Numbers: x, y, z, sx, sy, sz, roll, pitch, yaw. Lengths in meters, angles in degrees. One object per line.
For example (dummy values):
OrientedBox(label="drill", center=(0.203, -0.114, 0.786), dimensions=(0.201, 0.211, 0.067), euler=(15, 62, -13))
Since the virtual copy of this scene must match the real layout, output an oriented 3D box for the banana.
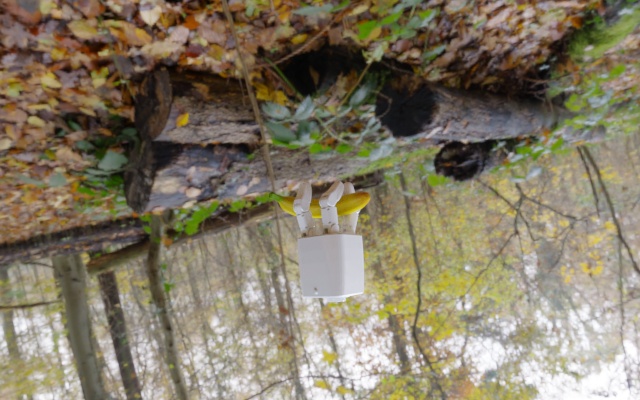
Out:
OrientedBox(label="banana", center=(0.004, 0.009, 0.881), dimensions=(0.198, 0.037, 0.070), euler=(-1, -19, 23))
